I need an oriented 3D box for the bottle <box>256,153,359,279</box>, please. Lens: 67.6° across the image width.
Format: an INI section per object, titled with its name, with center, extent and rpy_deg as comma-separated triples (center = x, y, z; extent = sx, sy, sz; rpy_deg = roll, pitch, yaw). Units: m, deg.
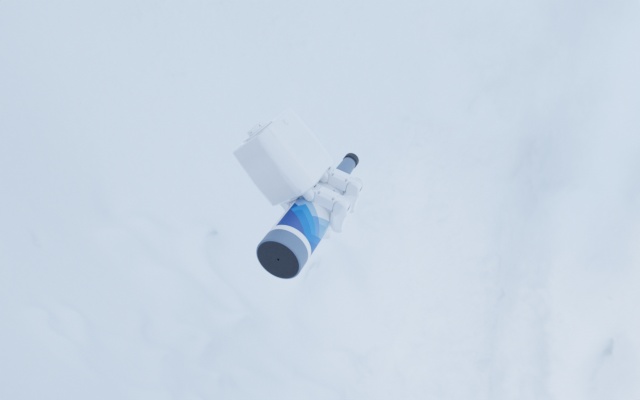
[bottle]
center = 0.000, 0.003, 0.741
extent = 0.069, 0.069, 0.295
rpy_deg = 0, 31, 27
